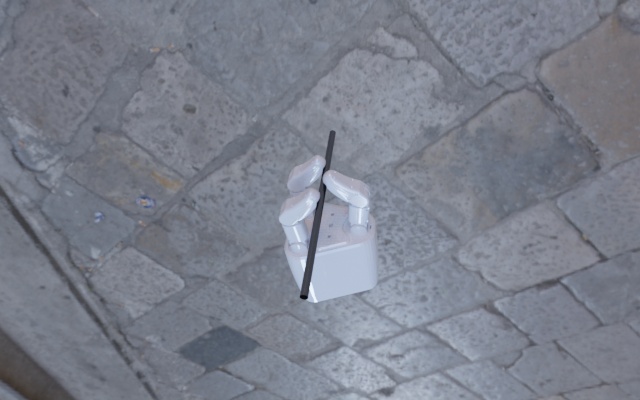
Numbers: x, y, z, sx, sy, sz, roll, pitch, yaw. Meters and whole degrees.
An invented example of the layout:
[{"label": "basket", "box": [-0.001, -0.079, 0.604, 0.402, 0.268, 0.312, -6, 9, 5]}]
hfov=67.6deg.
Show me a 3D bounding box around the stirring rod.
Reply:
[{"label": "stirring rod", "box": [0.000, 0.002, 0.517, 0.011, 0.239, 0.011, 5, -43, 5]}]
